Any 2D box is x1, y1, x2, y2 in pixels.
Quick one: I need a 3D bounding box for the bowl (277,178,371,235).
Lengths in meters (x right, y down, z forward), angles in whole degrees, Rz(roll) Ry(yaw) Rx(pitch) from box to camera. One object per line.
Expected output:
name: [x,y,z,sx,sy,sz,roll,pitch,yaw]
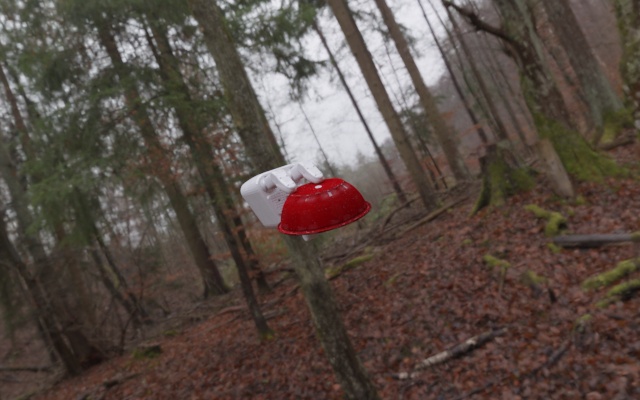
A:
bowl: [0.001,0.002,0.791,0.162,0.055,0.162,-13,15,3]
